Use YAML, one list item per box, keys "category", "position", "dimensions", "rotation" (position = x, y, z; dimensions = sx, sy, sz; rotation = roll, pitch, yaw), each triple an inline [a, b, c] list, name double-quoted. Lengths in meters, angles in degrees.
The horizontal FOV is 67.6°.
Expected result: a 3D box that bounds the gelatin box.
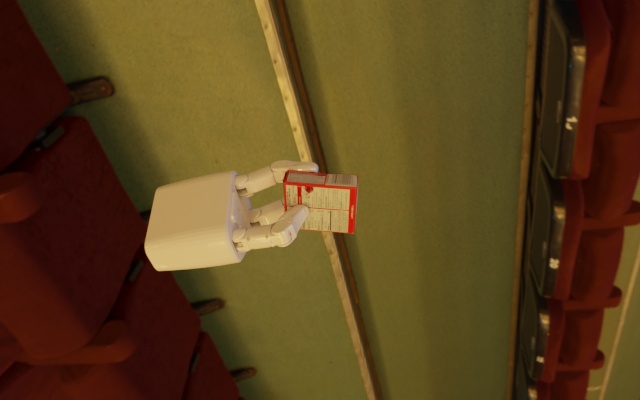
- category: "gelatin box"
  position: [0.000, 0.002, 0.586]
  dimensions: [0.089, 0.073, 0.030]
  rotation: [4, 38, 5]
